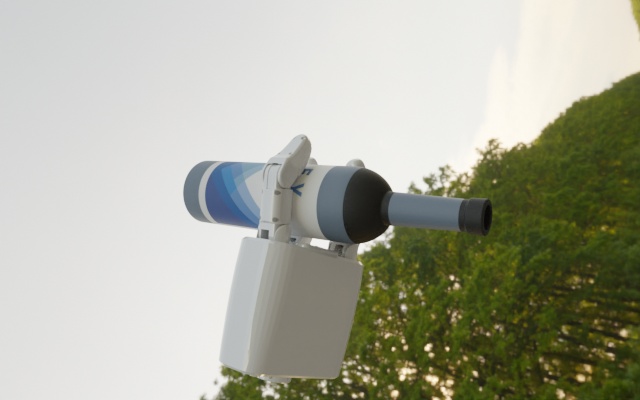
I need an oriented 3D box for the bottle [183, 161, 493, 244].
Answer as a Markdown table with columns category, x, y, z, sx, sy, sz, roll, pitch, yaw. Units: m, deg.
| category | x | y | z | sx | sy | sz | roll | pitch | yaw |
| --- | --- | --- | --- | --- | --- | --- | --- | --- | --- |
| bottle | 0.000 | 0.001 | 0.429 | 0.295 | 0.069 | 0.069 | 5 | 3 | 34 |
